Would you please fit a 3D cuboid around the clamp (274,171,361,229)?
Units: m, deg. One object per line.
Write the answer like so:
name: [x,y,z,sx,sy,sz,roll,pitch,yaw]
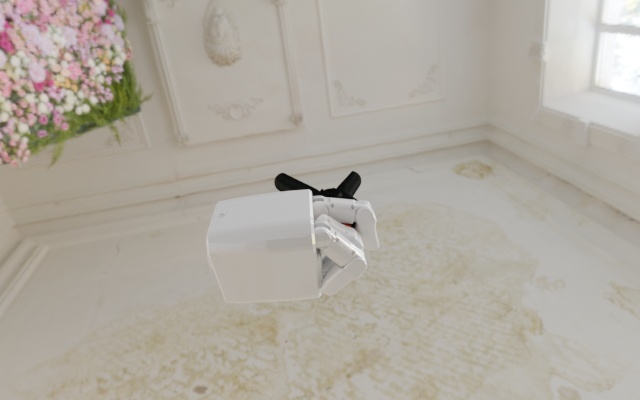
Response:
clamp: [0.000,0.003,0.601,0.120,0.039,0.171,-4,24,-1]
